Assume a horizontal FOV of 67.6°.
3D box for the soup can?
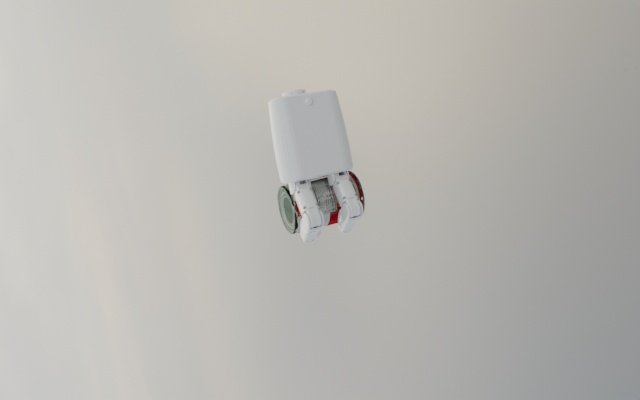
[{"bbox_3d":[0.000,0.003,0.652,0.102,0.068,0.068,-13,5,-21],"label":"soup can"}]
